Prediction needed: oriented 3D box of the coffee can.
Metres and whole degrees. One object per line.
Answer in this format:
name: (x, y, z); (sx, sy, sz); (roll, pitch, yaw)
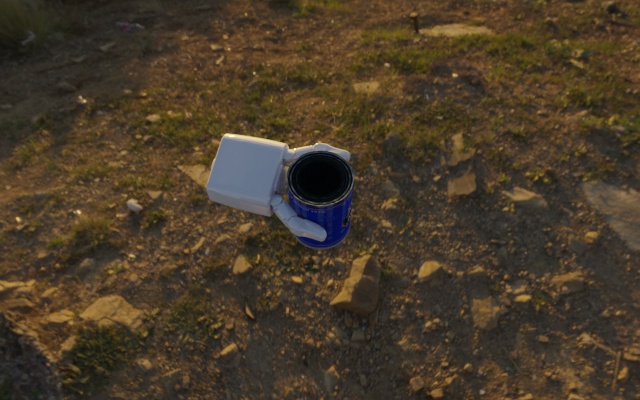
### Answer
coffee can: (0.000, 0.003, 0.768); (0.103, 0.102, 0.140); (0, -32, 0)
